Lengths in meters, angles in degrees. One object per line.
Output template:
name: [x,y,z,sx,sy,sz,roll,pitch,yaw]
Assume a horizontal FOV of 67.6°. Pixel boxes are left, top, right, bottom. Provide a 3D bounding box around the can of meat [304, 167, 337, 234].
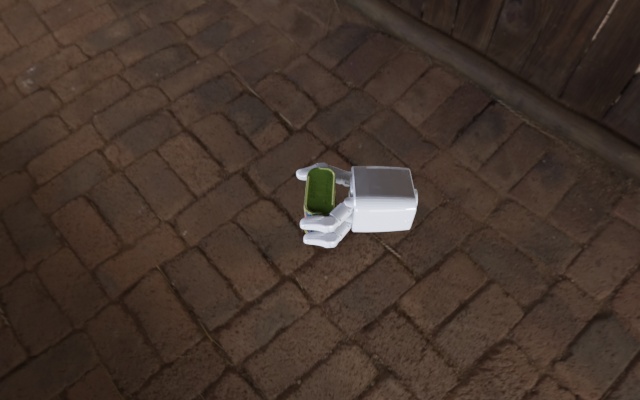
can of meat: [0.000,0.003,0.852,0.057,0.102,0.084,3,-30,2]
